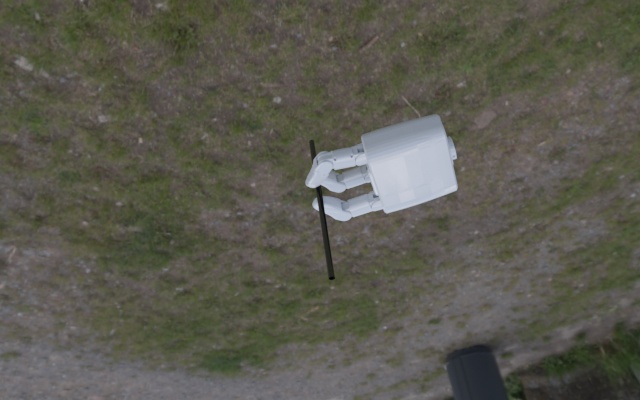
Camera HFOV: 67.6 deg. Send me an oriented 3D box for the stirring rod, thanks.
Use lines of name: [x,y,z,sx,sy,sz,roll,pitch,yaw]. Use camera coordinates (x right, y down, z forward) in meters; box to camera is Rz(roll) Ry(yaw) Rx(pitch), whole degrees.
stirring rod: [0.000,0.002,0.653,0.011,0.239,0.011,-5,-39,-4]
